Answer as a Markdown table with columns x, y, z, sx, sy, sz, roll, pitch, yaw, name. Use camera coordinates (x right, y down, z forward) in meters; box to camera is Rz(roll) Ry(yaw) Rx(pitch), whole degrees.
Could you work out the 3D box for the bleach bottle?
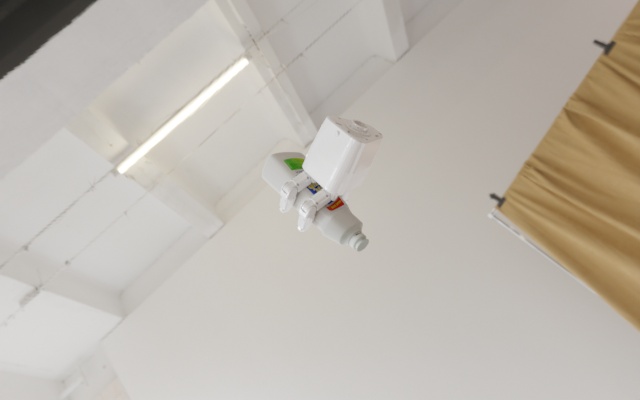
| x | y | z | sx | sy | sz | roll | pitch | yaw | name |
| --- | --- | --- | --- | --- | --- | --- | --- | --- | --- |
| 0.000 | 0.003 | 0.885 | 0.102 | 0.068 | 0.250 | -6 | 40 | -48 | bleach bottle |
